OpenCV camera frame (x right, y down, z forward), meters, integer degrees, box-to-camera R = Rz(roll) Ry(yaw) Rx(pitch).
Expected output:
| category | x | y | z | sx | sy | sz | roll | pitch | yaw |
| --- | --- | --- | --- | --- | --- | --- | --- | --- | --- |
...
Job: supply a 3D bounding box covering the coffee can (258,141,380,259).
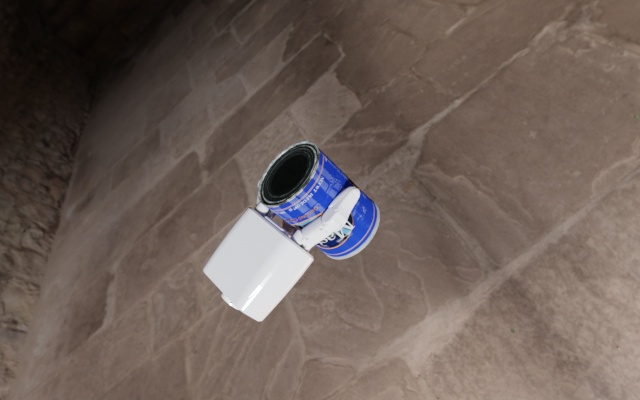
| category | x | y | z | sx | sy | sz | roll | pitch | yaw |
| --- | --- | --- | --- | --- | --- | --- | --- | --- | --- |
| coffee can | 0.000 | 0.002 | 0.647 | 0.103 | 0.102 | 0.140 | 0 | -33 | 47 |
